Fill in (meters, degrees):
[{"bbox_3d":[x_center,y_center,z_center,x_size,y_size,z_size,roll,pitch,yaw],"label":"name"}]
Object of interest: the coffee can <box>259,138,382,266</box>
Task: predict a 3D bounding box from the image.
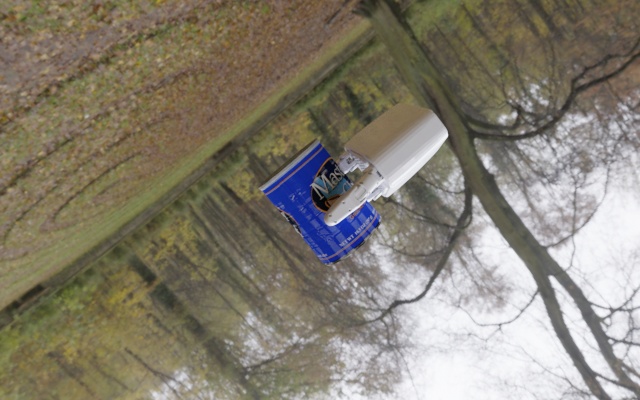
[{"bbox_3d":[0.000,0.002,0.646,0.103,0.140,0.103,-39,8,7],"label":"coffee can"}]
